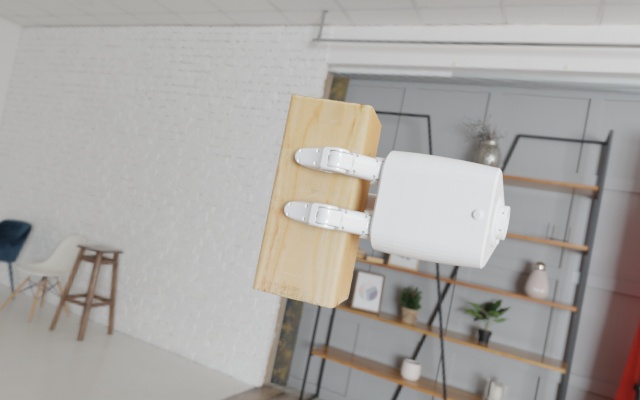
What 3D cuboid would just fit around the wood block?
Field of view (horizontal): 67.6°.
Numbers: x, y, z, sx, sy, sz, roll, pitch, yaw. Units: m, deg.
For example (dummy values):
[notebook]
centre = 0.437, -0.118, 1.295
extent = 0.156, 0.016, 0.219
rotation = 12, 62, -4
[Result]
[wood block]
centre = 0.001, 0.002, 0.526
extent = 0.090, 0.206, 0.091
rotation = 11, -2, 14
